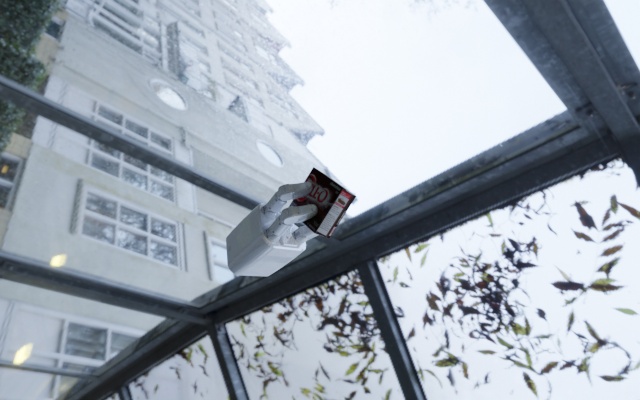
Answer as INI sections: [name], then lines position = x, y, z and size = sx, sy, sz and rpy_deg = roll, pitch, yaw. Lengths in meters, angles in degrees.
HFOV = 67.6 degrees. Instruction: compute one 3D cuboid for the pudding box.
[pudding box]
position = 0.000, 0.003, 0.827
size = 0.039, 0.090, 0.113
rpy_deg = 28, 6, -38
